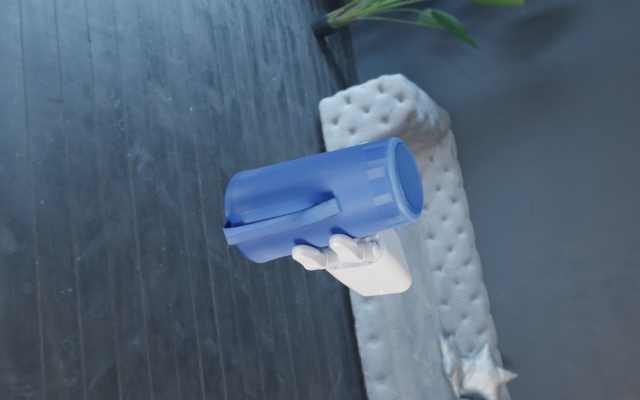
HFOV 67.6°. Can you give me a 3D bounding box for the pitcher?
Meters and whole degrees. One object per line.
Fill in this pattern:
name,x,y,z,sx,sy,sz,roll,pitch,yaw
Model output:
pitcher,0.000,0.002,0.621,0.243,0.149,0.145,-14,-37,28
